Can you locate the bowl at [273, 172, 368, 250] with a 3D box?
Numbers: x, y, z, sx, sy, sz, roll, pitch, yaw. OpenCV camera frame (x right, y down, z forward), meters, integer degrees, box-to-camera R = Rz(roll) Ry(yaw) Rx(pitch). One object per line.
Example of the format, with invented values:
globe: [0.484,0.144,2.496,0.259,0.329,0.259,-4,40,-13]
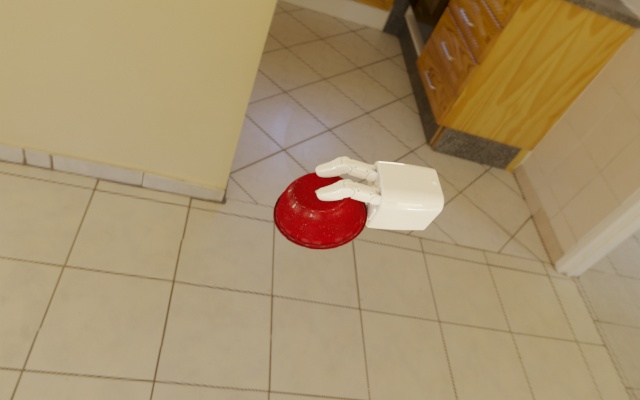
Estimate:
bowl: [-0.001,0.003,0.797,0.162,0.162,0.055,0,-43,0]
